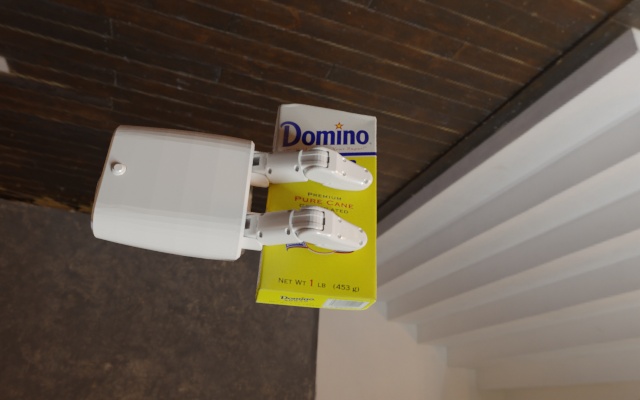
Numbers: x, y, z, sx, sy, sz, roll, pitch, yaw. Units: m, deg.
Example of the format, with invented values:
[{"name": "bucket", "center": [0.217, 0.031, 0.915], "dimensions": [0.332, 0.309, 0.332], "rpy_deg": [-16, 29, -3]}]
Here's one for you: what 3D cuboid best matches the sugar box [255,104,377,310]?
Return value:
[{"name": "sugar box", "center": [0.000, 0.001, 0.411], "dimensions": [0.093, 0.176, 0.048], "rpy_deg": [7, -25, -9]}]
